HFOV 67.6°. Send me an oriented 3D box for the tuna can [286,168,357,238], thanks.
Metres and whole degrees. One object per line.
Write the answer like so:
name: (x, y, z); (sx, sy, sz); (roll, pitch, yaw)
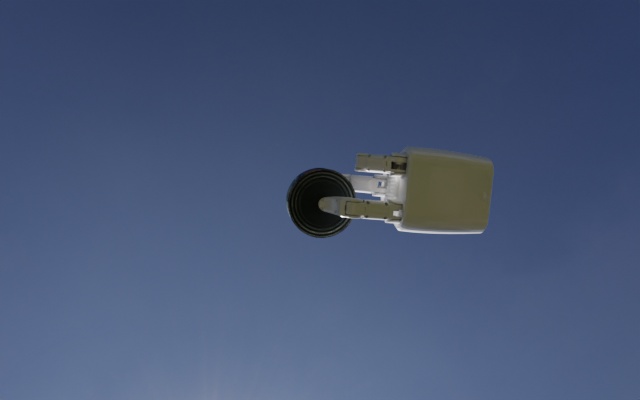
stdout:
tuna can: (0.000, 0.002, 0.598); (0.086, 0.086, 0.033); (0, 7, -11)
